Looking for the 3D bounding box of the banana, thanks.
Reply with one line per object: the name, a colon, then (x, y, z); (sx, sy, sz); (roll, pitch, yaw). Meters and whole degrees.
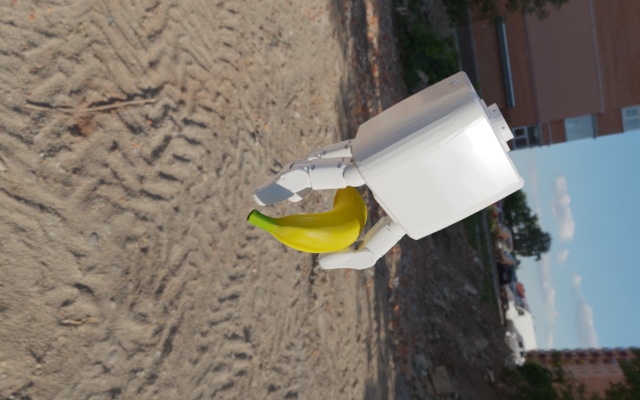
banana: (0.011, 0.015, 0.470); (0.037, 0.069, 0.198); (-48, -14, 23)
